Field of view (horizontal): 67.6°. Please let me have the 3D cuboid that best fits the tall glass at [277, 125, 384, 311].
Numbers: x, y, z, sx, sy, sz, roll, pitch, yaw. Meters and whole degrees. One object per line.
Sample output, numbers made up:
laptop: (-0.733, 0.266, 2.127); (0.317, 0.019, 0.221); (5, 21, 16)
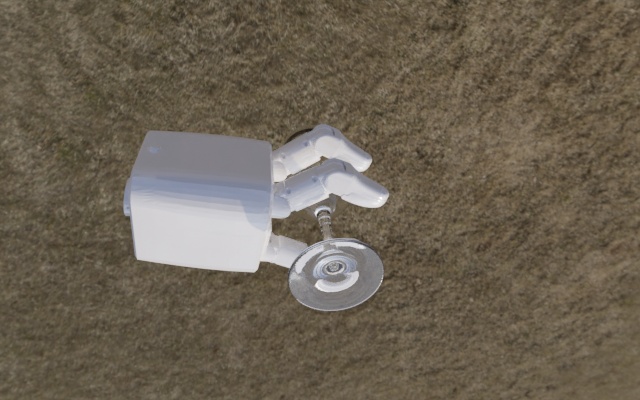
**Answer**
tall glass: (0.000, 0.002, 0.442); (0.079, 0.079, 0.201); (0, 35, -8)
